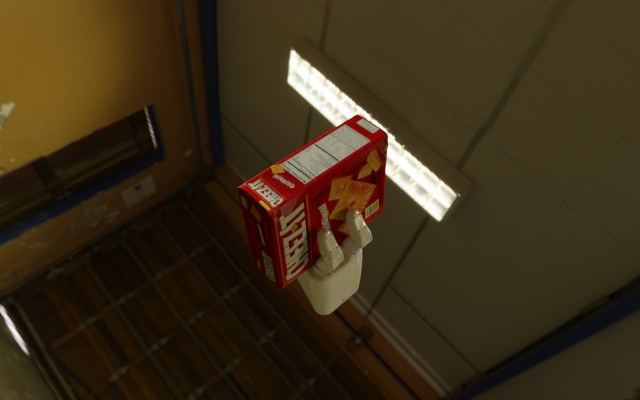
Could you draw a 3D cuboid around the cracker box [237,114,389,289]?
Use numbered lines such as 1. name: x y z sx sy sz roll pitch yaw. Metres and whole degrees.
1. cracker box: 0.000 0.002 0.670 0.213 0.164 0.072 -35 54 -27
